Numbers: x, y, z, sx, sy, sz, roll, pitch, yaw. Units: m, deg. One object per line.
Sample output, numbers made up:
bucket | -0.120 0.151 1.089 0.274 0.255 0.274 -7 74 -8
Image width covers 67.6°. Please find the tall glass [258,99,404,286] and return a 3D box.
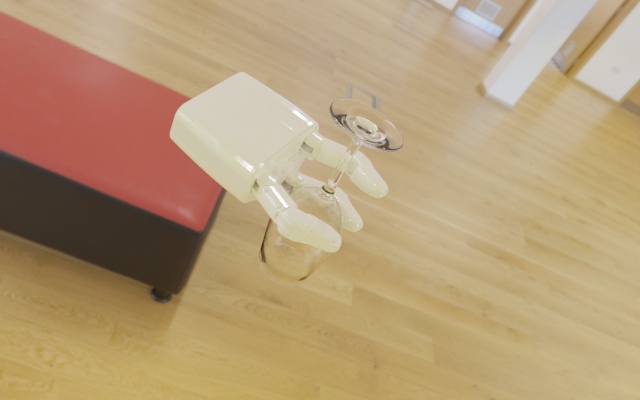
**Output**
tall glass | 0.000 0.001 0.481 0.079 0.201 0.079 19 37 -15
